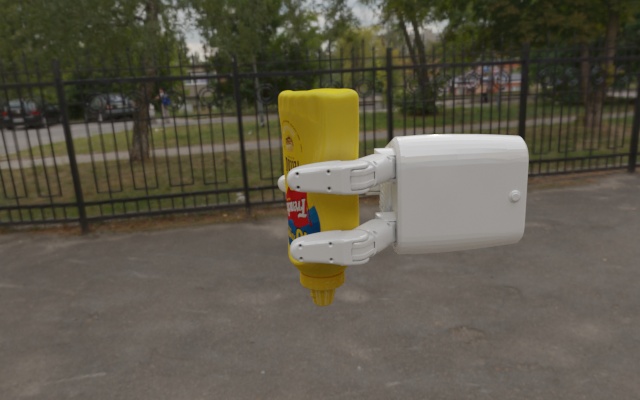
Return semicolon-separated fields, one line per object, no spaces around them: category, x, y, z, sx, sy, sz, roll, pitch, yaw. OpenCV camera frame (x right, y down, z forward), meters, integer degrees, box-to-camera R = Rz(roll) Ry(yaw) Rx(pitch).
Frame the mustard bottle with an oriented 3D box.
mustard bottle;0.000;0.001;0.418;0.058;0.192;0.096;-9;16;-23
